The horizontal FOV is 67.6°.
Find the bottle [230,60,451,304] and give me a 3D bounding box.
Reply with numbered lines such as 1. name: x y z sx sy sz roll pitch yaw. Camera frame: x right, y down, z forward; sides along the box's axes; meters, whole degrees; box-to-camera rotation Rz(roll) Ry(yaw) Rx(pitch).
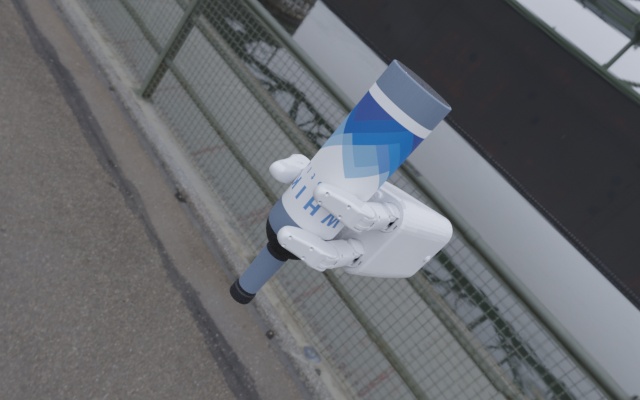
1. bottle: 0.000 0.001 0.471 0.296 0.069 0.069 -49 -24 23
